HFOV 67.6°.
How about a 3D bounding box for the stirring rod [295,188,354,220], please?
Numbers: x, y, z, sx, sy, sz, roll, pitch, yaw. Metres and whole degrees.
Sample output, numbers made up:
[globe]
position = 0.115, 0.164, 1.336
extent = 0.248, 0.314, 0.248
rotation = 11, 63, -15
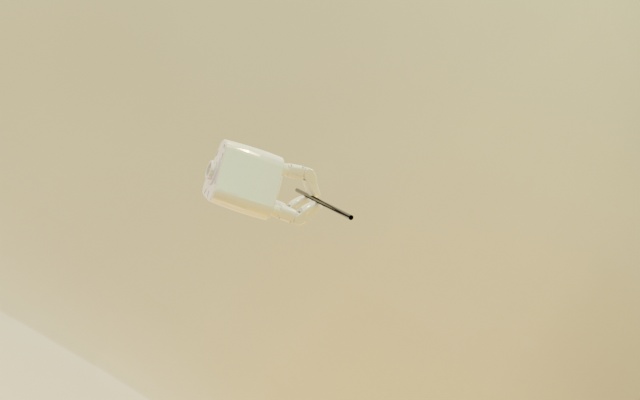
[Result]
[stirring rod]
position = 0.000, 0.003, 0.829
extent = 0.011, 0.011, 0.239
rotation = 0, 11, -23
